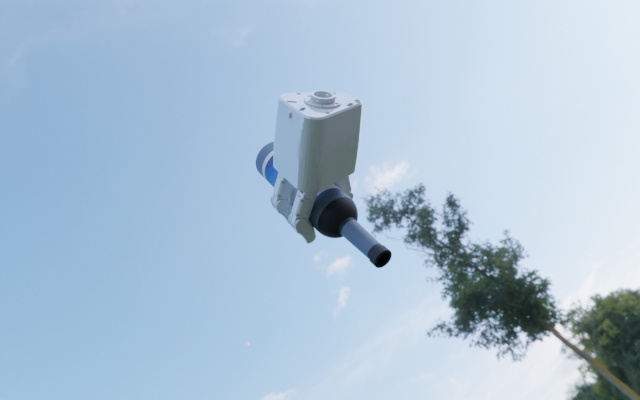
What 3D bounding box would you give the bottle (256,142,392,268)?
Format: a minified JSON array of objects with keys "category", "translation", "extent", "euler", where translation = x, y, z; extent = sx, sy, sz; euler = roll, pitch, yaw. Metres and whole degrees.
[{"category":"bottle","translation":[0.000,0.002,0.701],"extent":[0.069,0.069,0.295],"euler":[0,29,-38]}]
